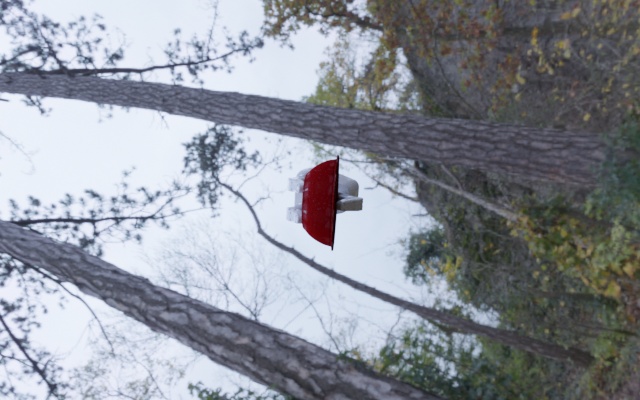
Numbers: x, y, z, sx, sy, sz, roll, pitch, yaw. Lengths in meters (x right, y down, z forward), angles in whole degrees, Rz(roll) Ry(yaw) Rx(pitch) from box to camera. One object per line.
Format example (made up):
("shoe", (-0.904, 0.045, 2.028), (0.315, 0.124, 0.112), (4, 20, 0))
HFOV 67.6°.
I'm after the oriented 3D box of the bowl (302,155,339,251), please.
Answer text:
("bowl", (0.000, 0.003, 0.801), (0.055, 0.162, 0.162), (4, 0, 3))
